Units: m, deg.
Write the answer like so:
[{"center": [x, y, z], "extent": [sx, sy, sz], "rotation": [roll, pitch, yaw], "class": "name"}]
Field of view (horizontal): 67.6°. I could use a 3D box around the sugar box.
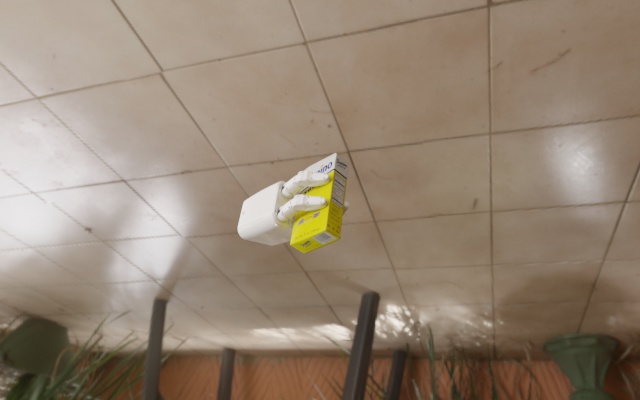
[{"center": [0.000, 0.003, 0.887], "extent": [0.093, 0.176, 0.048], "rotation": [-25, -45, 37], "class": "sugar box"}]
